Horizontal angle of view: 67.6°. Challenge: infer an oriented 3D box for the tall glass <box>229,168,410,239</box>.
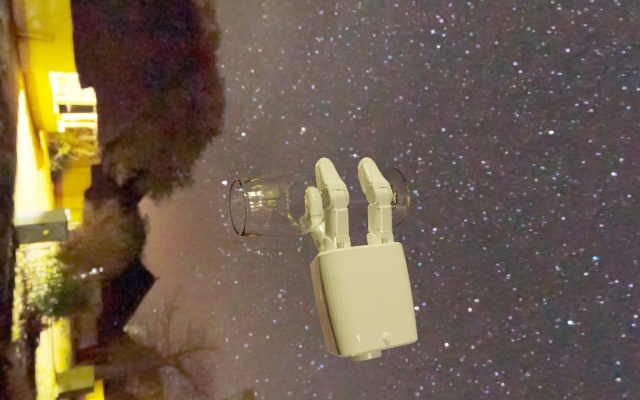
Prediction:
[{"bbox_3d":[0.001,0.002,0.556,0.201,0.079,0.079,-3,1,-25],"label":"tall glass"}]
